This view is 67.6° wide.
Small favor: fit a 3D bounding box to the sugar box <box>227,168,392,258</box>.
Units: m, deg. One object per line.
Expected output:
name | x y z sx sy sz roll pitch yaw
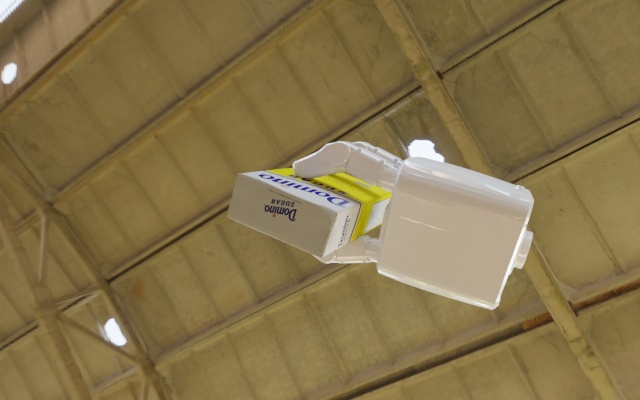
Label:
sugar box | 0.000 0.001 0.454 0.093 0.048 0.176 21 11 18
